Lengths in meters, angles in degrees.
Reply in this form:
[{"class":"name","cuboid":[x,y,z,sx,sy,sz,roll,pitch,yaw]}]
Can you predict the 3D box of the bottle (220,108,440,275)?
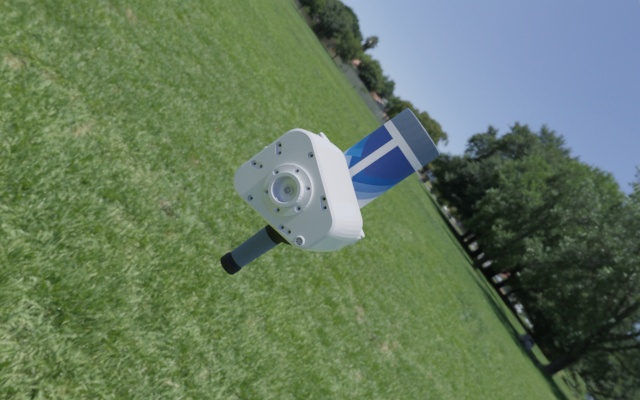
[{"class":"bottle","cuboid":[0.000,0.002,0.579,0.296,0.069,0.069,-34,-8,11]}]
